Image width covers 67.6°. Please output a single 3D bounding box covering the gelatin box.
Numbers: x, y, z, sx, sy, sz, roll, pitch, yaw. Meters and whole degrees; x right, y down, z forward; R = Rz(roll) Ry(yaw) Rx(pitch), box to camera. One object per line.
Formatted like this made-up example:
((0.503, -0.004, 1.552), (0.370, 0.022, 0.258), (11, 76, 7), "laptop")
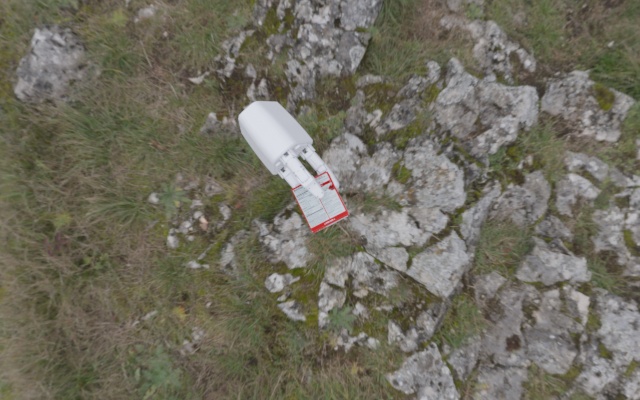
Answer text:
((0.000, 0.003, 0.851), (0.073, 0.089, 0.030), (-27, -9, 3), "gelatin box")
